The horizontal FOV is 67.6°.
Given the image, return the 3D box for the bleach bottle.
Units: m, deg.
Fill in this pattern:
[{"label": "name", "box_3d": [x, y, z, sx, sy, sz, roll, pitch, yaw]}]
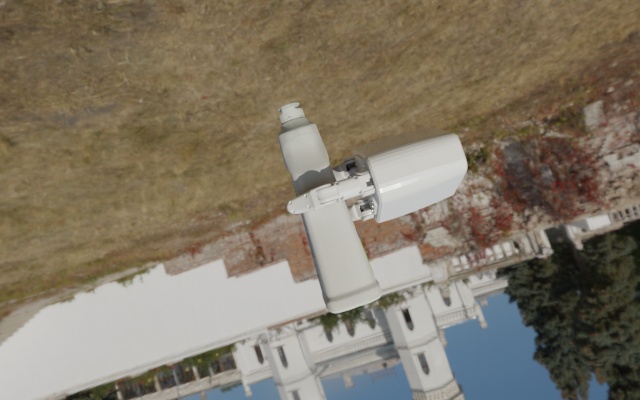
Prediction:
[{"label": "bleach bottle", "box_3d": [0.000, 0.002, 0.579, 0.068, 0.251, 0.102, -18, -2, -4]}]
